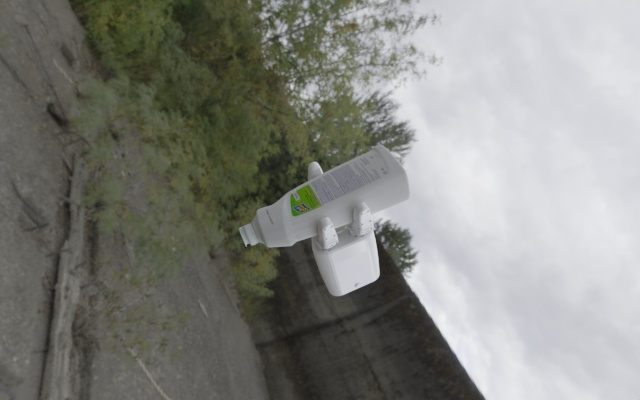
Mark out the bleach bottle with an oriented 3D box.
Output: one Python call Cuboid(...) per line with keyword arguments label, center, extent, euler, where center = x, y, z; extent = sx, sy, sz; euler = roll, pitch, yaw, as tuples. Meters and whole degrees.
Cuboid(label="bleach bottle", center=(0.000, 0.002, 0.709), extent=(0.251, 0.068, 0.102), euler=(-22, 38, -8))
